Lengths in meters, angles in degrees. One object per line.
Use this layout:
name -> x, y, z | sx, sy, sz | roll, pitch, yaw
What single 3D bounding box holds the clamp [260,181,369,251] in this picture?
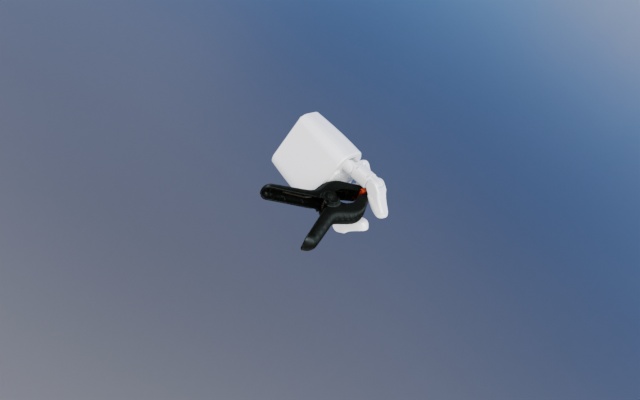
clamp -> 0.001, 0.002, 0.689 | 0.171, 0.120, 0.039 | -22, -28, -44
